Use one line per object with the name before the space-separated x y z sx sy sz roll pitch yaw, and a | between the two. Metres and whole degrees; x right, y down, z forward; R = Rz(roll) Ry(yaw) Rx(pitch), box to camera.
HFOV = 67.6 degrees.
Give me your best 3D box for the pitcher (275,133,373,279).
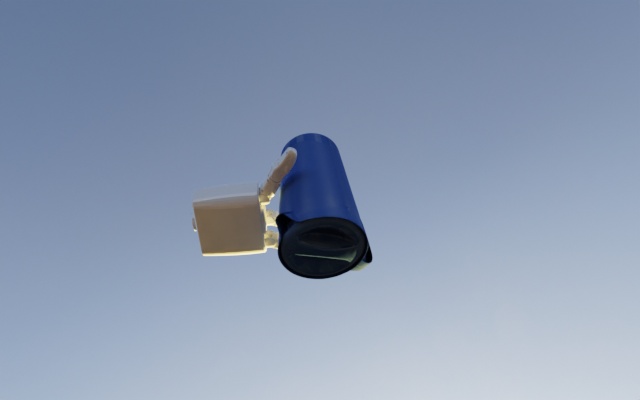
pitcher | 0.000 0.003 0.784 0.145 0.149 0.242 -7 42 -1
